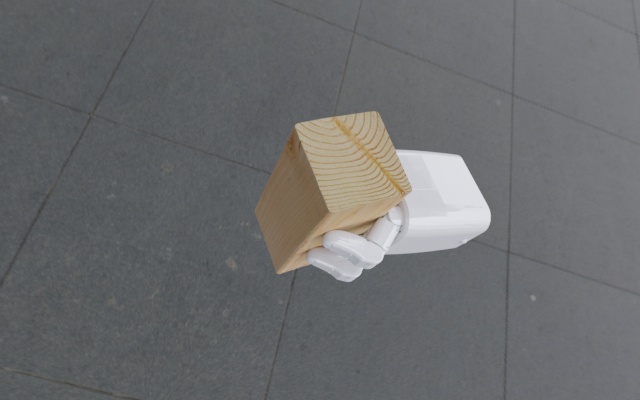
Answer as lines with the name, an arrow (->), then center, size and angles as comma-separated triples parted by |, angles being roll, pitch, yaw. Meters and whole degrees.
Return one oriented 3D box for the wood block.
wood block -> 0.000, 0.001, 0.517 | 0.090, 0.090, 0.206 | -14, -18, -24
